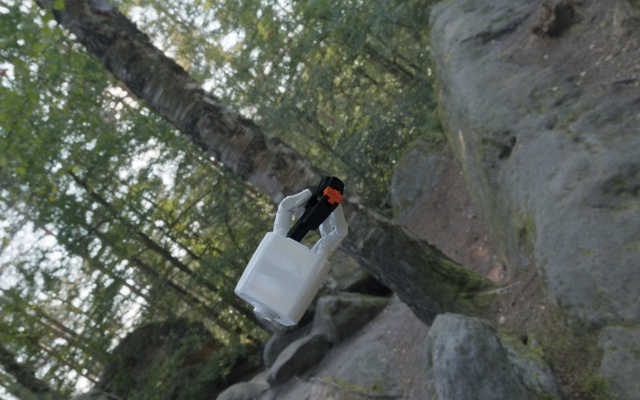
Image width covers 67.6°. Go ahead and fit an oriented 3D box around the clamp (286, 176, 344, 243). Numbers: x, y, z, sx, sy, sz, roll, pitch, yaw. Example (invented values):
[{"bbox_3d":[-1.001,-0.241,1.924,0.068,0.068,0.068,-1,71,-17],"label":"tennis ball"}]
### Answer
[{"bbox_3d":[-0.001,0.002,0.786,0.036,0.164,0.210,33,-23,-6],"label":"clamp"}]
